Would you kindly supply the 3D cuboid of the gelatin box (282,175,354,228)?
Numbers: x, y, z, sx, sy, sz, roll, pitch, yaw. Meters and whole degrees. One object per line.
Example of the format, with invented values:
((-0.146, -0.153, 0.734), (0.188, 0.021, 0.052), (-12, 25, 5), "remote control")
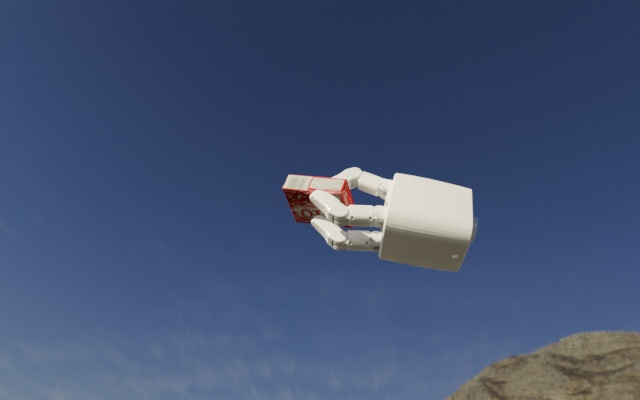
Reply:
((0.000, 0.002, 0.656), (0.089, 0.030, 0.073), (6, -39, 22), "gelatin box")
